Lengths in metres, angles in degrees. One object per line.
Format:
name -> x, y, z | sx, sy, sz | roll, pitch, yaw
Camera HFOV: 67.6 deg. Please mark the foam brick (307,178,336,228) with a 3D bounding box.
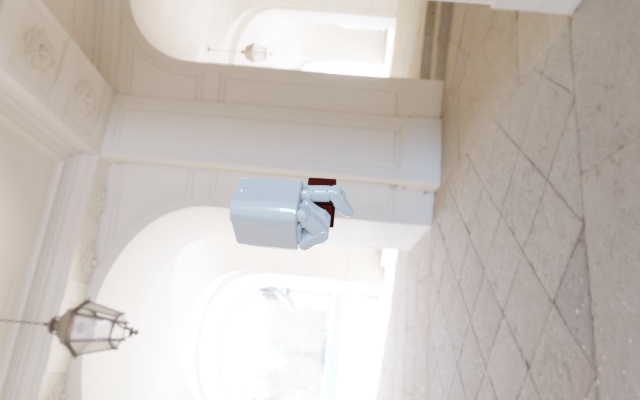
foam brick -> 0.000, 0.003, 0.828 | 0.051, 0.053, 0.078 | 3, 36, 4
